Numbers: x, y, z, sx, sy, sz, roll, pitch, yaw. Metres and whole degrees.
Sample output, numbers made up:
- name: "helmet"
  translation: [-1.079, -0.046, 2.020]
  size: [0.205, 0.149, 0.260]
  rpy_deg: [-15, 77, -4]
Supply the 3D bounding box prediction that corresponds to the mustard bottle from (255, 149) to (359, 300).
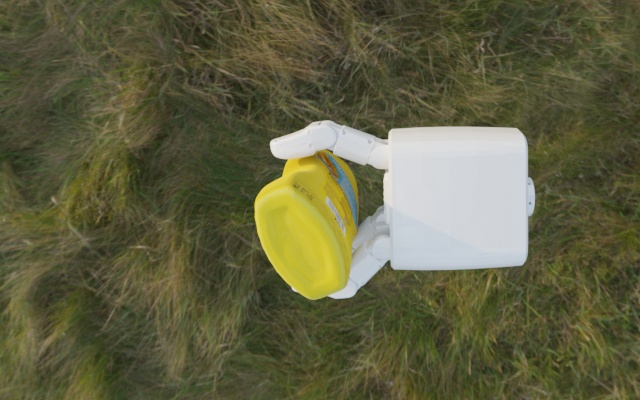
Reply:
- name: "mustard bottle"
  translation: [0.000, 0.002, 0.438]
  size: [0.058, 0.096, 0.191]
  rpy_deg: [-26, 14, 18]
